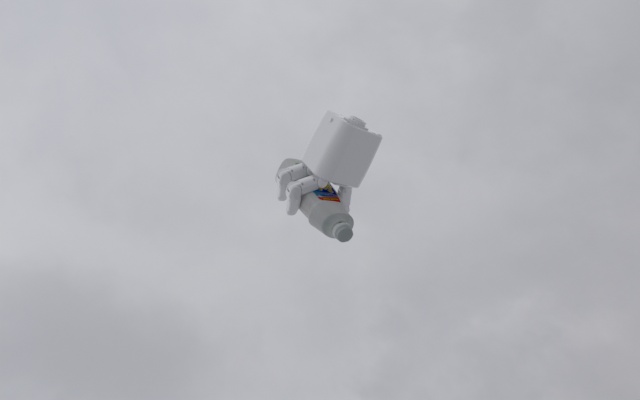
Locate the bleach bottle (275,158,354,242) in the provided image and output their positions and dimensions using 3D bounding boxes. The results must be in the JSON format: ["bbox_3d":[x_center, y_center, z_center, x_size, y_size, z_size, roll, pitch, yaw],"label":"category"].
[{"bbox_3d":[0.000,0.003,0.873,0.102,0.068,0.250,17,18,-31],"label":"bleach bottle"}]
